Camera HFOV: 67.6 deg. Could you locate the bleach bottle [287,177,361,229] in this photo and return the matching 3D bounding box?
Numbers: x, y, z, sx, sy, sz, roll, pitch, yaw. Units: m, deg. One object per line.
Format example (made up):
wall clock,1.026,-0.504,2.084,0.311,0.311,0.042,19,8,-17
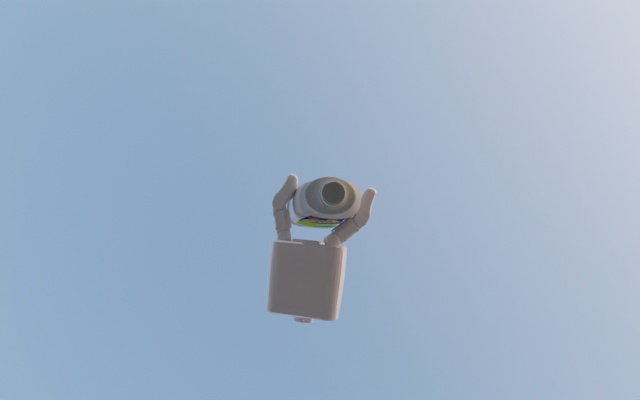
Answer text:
bleach bottle,0.000,0.002,0.704,0.102,0.068,0.251,6,-6,-3
